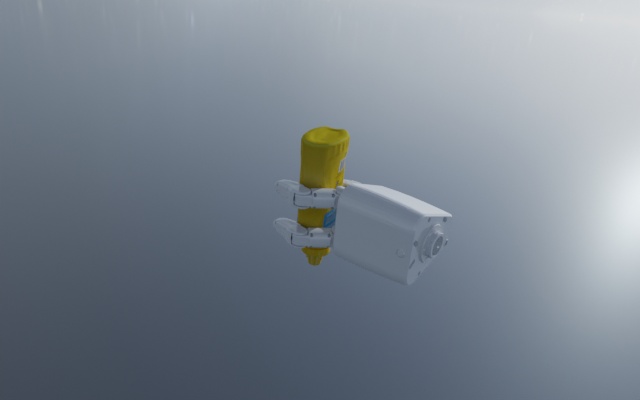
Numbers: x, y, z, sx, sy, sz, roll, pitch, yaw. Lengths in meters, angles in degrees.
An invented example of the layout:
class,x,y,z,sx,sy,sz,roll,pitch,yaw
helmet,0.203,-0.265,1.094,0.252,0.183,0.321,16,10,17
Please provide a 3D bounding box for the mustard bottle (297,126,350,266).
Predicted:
class,x,y,z,sx,sy,sz,roll,pitch,yaw
mustard bottle,0.000,0.002,0.648,0.058,0.192,0.096,11,24,12
